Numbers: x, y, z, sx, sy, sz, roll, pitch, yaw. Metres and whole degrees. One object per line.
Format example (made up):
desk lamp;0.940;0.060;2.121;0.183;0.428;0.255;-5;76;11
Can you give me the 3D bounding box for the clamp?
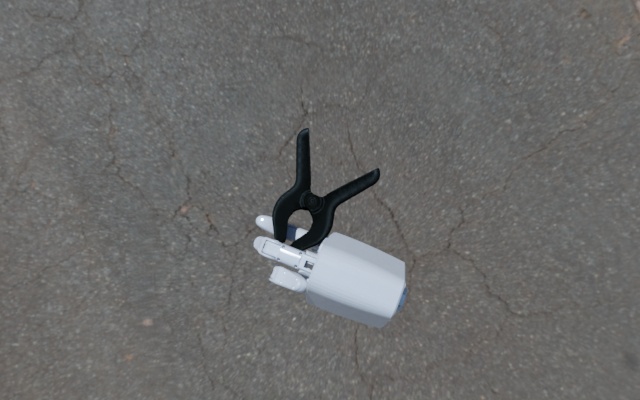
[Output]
clamp;0.000;0.002;0.618;0.120;0.171;0.039;21;-6;6
